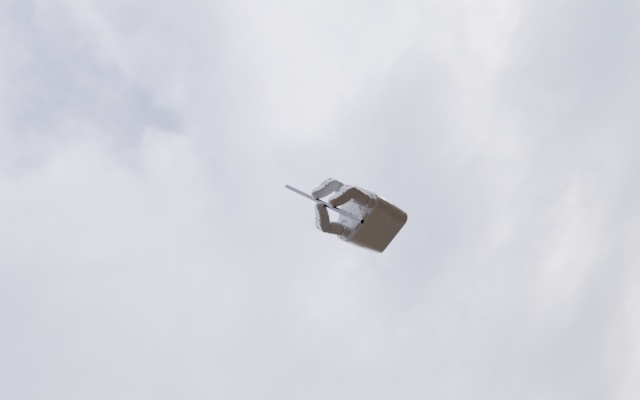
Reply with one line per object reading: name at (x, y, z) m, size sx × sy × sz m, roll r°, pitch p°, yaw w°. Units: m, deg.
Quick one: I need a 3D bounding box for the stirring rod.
stirring rod at (0.000, 0.003, 0.887) m, size 0.011 × 0.011 × 0.239 m, roll 0°, pitch 15°, yaw -37°
